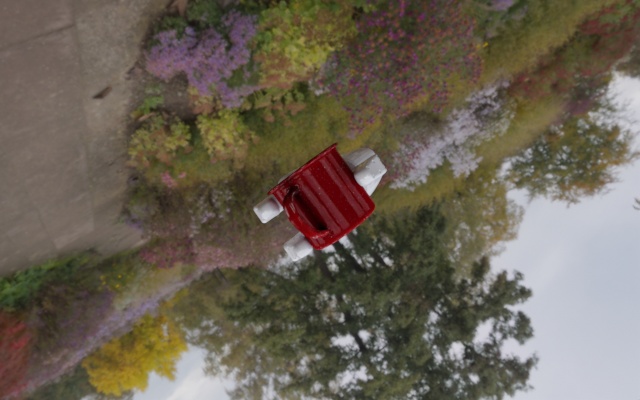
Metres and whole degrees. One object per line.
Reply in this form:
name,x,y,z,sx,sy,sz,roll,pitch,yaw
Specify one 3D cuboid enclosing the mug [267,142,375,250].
mug,0.000,0.002,0.497,0.093,0.081,0.117,-35,3,27
